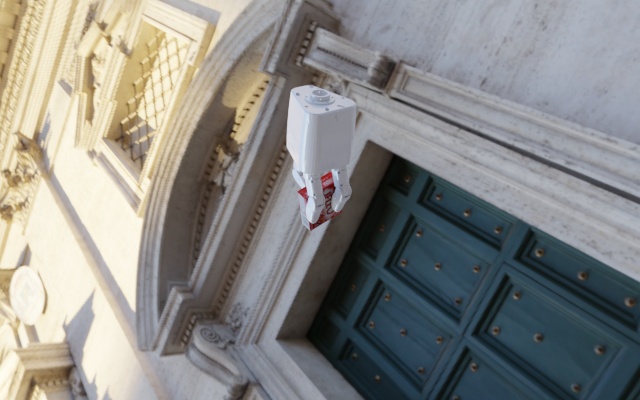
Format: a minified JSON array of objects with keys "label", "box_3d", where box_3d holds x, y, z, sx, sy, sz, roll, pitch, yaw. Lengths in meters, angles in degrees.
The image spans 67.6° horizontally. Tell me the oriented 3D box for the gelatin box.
[{"label":"gelatin box","box_3d":[0.000,0.003,0.852,0.073,0.089,0.030,-30,51,-21]}]
